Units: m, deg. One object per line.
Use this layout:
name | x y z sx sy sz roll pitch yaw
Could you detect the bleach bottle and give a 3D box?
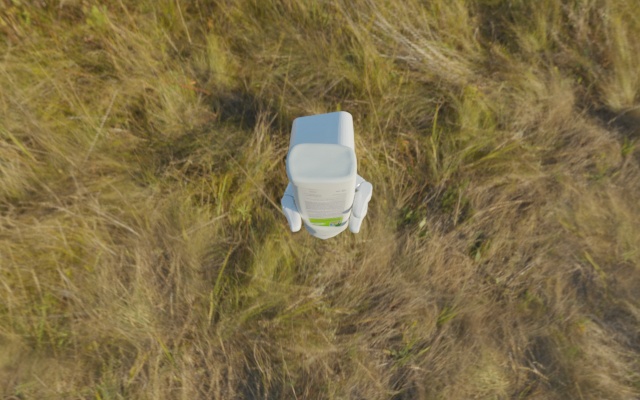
bleach bottle | 0.000 0.003 0.772 0.102 0.068 0.251 2 -27 -1
